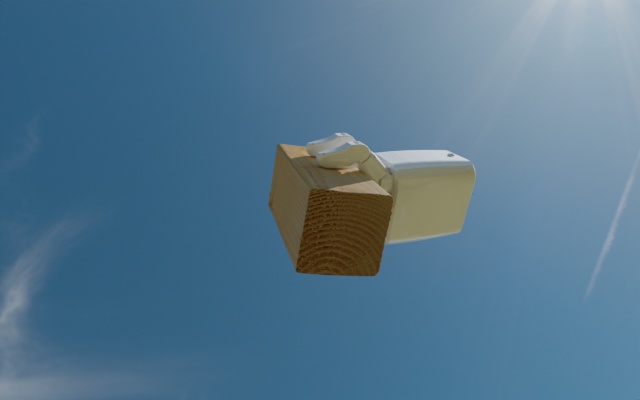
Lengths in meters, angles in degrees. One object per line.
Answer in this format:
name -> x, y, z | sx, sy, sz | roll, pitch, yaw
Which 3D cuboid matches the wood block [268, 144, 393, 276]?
wood block -> 0.000, 0.002, 0.564 | 0.090, 0.091, 0.206 | 5, 17, -16
